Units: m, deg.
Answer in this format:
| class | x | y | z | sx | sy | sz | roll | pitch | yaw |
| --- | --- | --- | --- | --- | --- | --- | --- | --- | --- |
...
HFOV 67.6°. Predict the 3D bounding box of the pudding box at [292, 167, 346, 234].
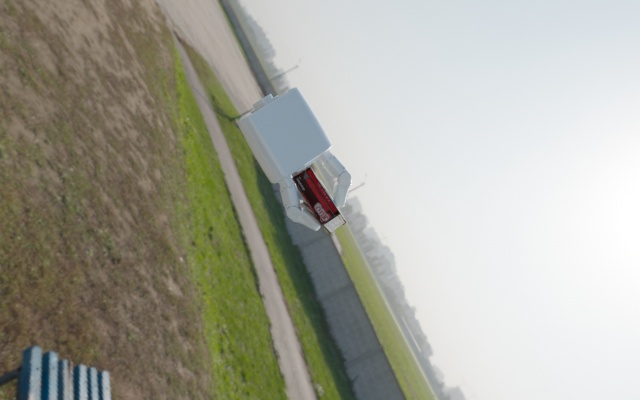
| class | x | y | z | sx | sy | sz | roll | pitch | yaw |
| --- | --- | --- | --- | --- | --- | --- | --- | --- | --- |
| pudding box | 0.000 | 0.002 | 0.770 | 0.039 | 0.090 | 0.113 | -32 | -13 | 3 |
